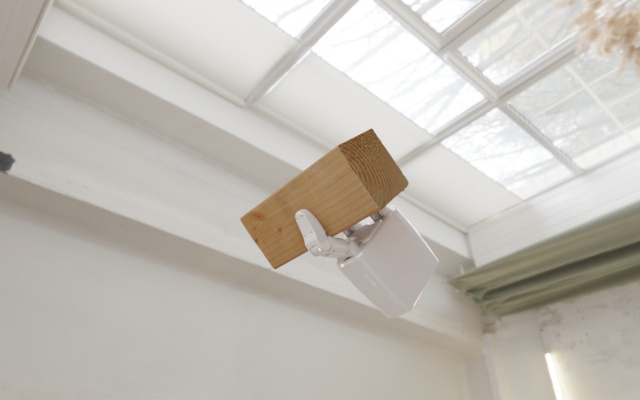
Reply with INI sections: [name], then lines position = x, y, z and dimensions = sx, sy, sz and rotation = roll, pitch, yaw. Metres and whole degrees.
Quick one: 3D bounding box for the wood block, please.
[wood block]
position = 0.000, 0.003, 0.636
dimensions = 0.206, 0.090, 0.090
rotation = -34, 1, 39
